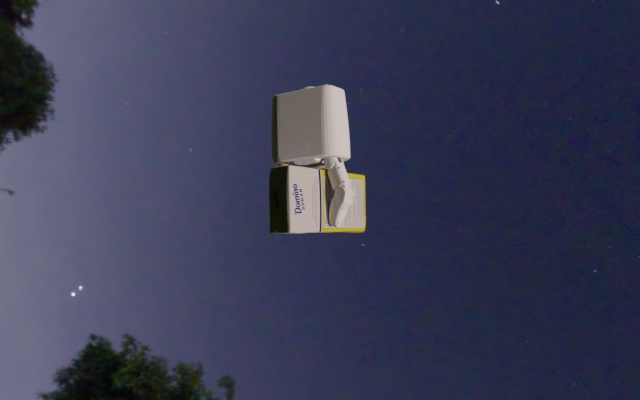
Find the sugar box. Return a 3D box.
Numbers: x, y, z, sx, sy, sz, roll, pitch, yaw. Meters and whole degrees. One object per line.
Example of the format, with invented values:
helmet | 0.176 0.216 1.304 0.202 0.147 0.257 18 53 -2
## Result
sugar box | 0.000 0.002 0.706 0.048 0.093 0.176 -4 -6 42
